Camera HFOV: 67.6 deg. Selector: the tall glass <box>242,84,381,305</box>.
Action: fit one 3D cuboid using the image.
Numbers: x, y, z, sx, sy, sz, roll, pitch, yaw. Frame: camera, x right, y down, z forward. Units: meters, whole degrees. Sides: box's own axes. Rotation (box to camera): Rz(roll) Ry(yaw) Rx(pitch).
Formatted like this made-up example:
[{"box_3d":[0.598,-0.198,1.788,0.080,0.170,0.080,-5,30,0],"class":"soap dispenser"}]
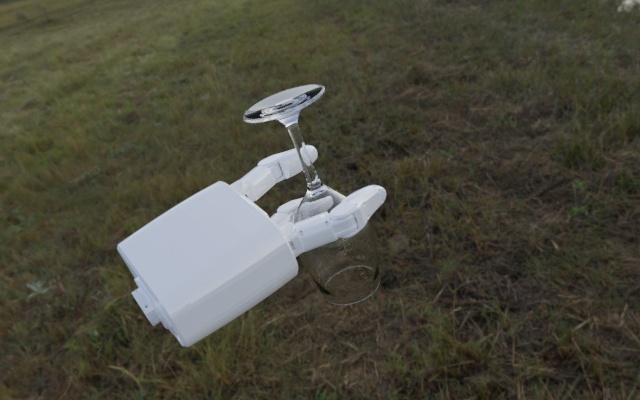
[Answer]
[{"box_3d":[0.000,0.001,0.442,0.079,0.201,0.079,-17,26,8],"class":"tall glass"}]
